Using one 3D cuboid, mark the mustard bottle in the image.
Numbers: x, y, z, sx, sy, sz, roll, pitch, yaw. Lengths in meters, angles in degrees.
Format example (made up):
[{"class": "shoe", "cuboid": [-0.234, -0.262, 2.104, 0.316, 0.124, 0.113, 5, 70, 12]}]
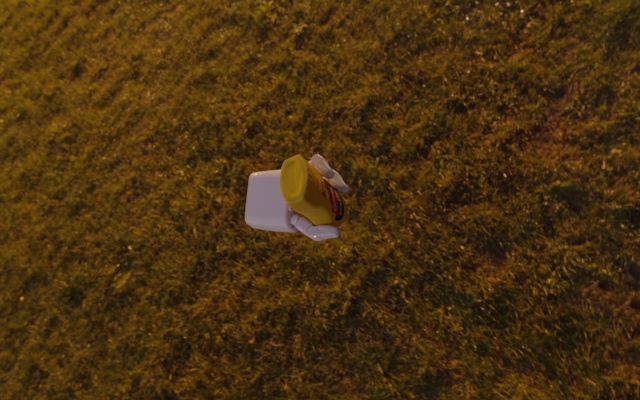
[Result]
[{"class": "mustard bottle", "cuboid": [0.000, 0.003, 0.866, 0.058, 0.096, 0.192, -23, -36, 20]}]
